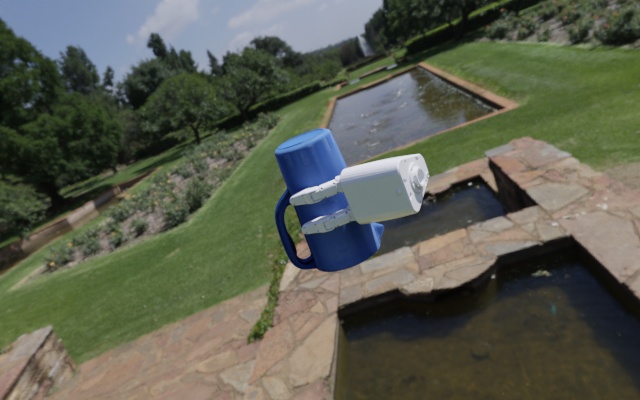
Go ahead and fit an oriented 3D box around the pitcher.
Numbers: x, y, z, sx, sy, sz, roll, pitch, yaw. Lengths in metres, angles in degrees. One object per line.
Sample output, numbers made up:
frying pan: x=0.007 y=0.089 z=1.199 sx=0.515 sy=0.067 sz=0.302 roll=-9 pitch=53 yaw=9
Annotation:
pitcher: x=0.000 y=0.003 z=0.871 sx=0.145 sy=0.243 sz=0.149 roll=-10 pitch=20 yaw=37
